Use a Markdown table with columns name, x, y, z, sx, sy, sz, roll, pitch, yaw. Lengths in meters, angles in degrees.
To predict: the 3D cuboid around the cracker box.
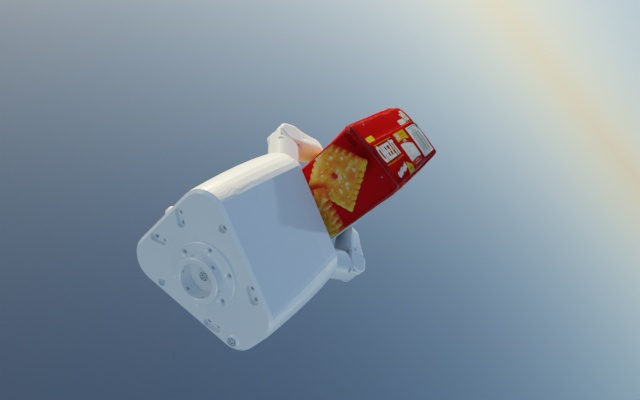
| name | x | y | z | sx | sy | sz | roll | pitch | yaw |
| --- | --- | --- | --- | --- | --- | --- | --- | --- | --- |
| cracker box | 0.000 | 0.002 | 0.485 | 0.214 | 0.072 | 0.164 | -38 | -2 | 29 |
